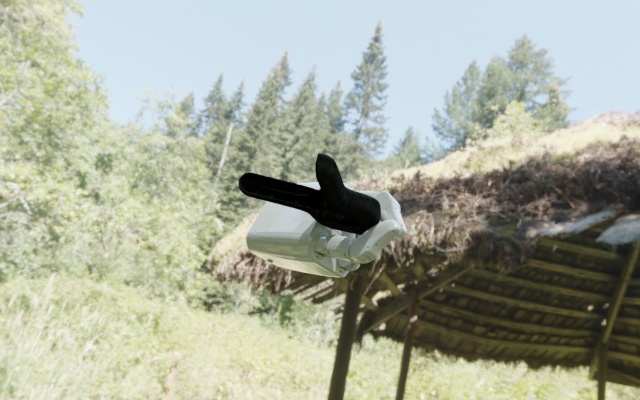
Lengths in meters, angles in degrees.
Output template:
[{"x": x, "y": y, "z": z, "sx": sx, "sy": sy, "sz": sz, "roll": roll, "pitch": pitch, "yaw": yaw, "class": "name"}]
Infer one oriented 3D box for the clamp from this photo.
[{"x": 0.000, "y": 0.001, "z": 0.507, "sx": 0.120, "sy": 0.039, "sz": 0.171, "roll": 1, "pitch": -24, "yaw": 36, "class": "clamp"}]
